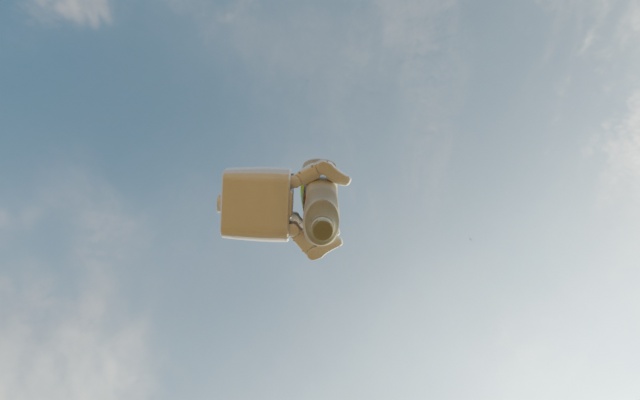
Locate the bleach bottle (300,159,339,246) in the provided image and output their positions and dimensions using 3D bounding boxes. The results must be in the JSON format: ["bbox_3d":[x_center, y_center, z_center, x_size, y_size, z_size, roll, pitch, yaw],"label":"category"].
[{"bbox_3d":[0.000,0.003,0.764,0.068,0.102,0.250,2,14,-2],"label":"bleach bottle"}]
